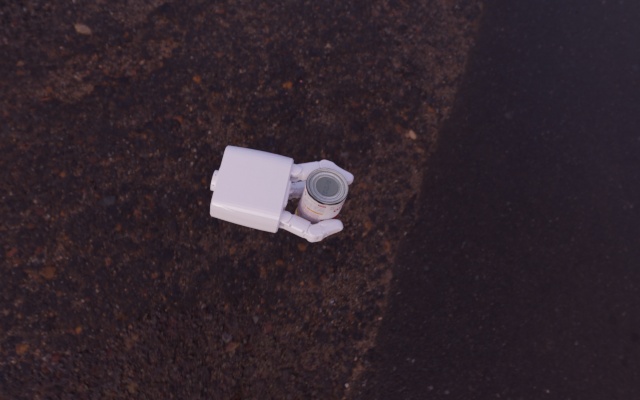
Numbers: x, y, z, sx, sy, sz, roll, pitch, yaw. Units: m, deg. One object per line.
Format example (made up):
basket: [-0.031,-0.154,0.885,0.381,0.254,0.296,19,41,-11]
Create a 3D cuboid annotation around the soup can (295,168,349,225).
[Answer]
soup can: [0.001,0.003,0.756,0.068,0.068,0.102,0,-30,-14]
